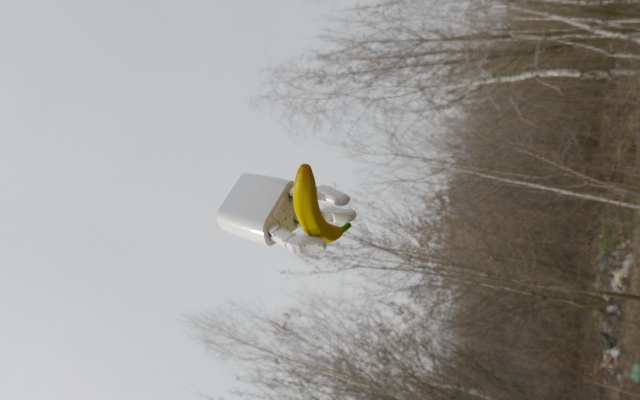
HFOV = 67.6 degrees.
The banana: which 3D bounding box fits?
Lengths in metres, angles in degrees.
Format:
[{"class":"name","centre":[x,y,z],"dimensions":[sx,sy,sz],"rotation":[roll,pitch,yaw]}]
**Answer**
[{"class":"banana","centre":[-0.007,0.020,0.747],"dimensions":[0.037,0.069,0.198],"rotation":[15,-22,30]}]
